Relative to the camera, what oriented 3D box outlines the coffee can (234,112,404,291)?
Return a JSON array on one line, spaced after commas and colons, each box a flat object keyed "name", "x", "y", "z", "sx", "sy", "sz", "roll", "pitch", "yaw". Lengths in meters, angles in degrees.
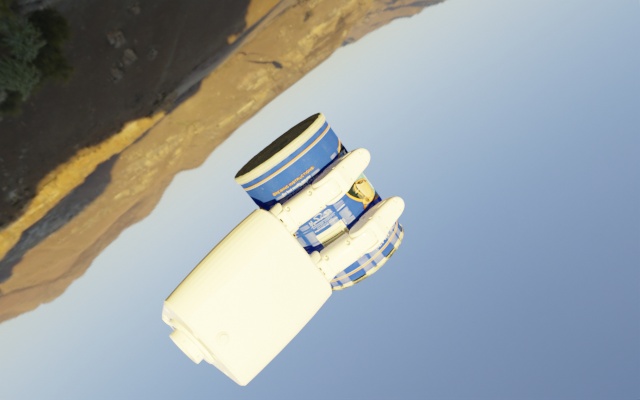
[{"name": "coffee can", "x": 0.000, "y": 0.001, "z": 0.465, "sx": 0.103, "sy": 0.140, "sz": 0.102, "roll": -34, "pitch": 15, "yaw": 11}]
